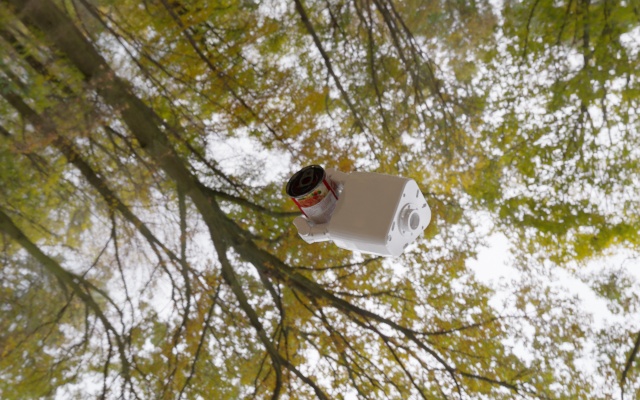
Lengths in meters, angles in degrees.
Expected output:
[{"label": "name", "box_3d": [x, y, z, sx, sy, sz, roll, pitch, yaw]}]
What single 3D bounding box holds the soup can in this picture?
[{"label": "soup can", "box_3d": [0.000, 0.003, 0.753, 0.068, 0.068, 0.102, 0, -41, 39]}]
